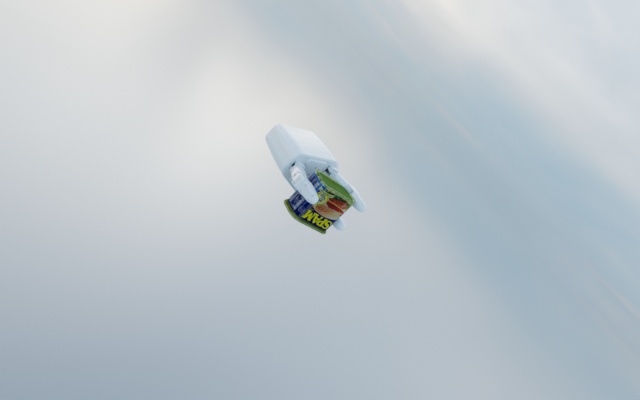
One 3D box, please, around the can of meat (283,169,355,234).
[{"bbox_3d":[0.000,0.003,0.851,0.102,0.084,0.057,30,21,-44],"label":"can of meat"}]
